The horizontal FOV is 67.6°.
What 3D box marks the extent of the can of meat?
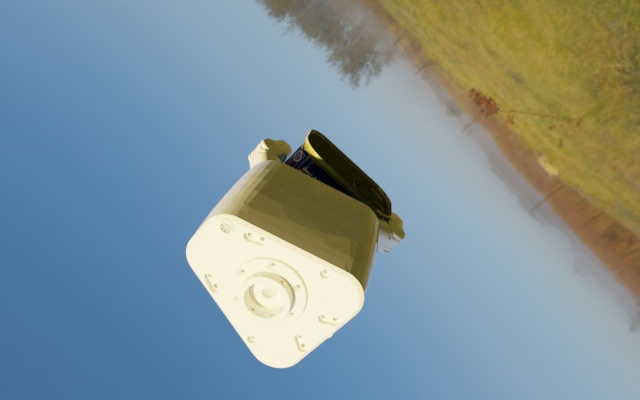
[{"bbox_3d":[0.000,0.002,0.439,0.102,0.084,0.057,41,22,-11],"label":"can of meat"}]
